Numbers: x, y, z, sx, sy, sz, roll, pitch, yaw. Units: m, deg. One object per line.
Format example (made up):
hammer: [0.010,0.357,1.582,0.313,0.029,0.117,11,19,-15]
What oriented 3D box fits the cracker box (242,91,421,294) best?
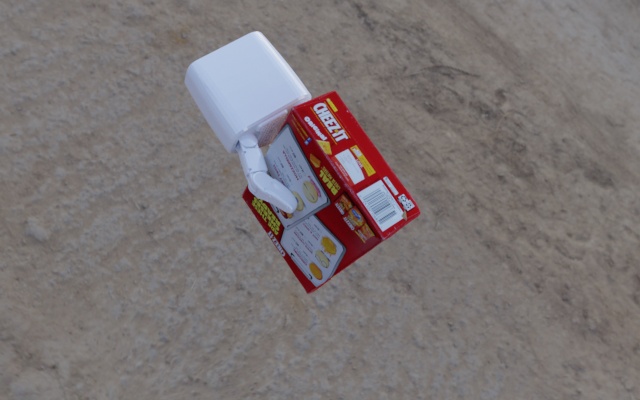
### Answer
cracker box: [0.000,0.002,0.569,0.072,0.164,0.214,-29,-10,-32]
